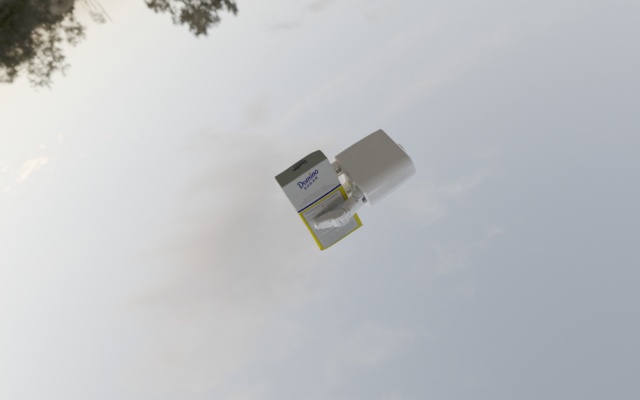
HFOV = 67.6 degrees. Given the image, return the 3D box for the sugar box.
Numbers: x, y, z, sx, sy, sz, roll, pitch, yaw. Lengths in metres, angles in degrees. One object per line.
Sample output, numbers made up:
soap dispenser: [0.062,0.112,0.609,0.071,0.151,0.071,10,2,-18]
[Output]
sugar box: [0.000,0.002,0.844,0.093,0.176,0.048,-33,38,-4]
